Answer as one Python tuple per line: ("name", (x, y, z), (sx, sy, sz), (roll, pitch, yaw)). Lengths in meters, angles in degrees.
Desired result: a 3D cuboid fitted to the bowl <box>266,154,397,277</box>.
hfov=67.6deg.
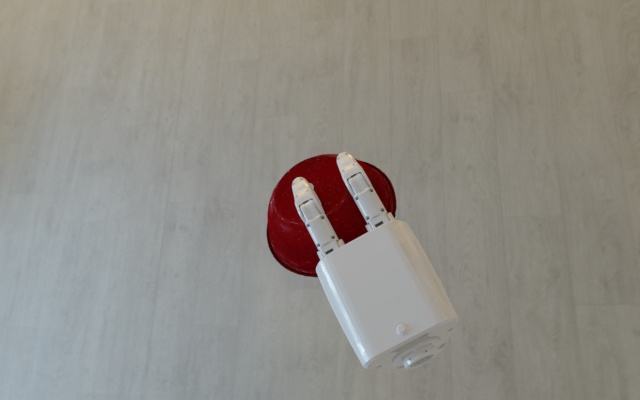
("bowl", (-0.001, 0.001, 0.537), (0.162, 0.162, 0.055), (0, -34, 27))
